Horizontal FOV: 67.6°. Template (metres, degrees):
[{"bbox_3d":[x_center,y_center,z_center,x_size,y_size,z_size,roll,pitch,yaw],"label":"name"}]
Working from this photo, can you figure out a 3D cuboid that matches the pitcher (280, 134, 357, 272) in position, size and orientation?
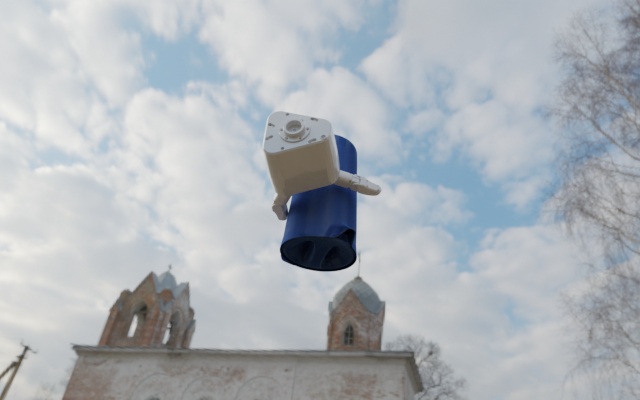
[{"bbox_3d":[0.000,0.003,0.886,0.149,0.242,0.145,1,-34,8],"label":"pitcher"}]
